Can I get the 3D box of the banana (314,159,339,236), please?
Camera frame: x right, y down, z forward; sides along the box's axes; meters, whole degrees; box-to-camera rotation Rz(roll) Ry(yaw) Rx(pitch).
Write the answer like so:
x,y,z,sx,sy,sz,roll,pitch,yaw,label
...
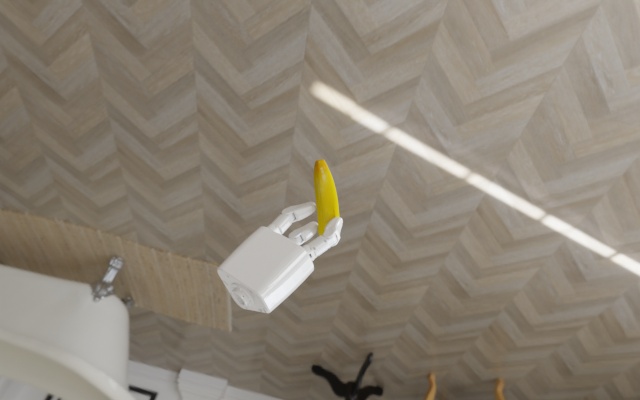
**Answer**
x,y,z,sx,sy,sz,roll,pitch,yaw,label
0.008,0.018,0.843,0.037,0.069,0.198,-20,-39,-15,banana
